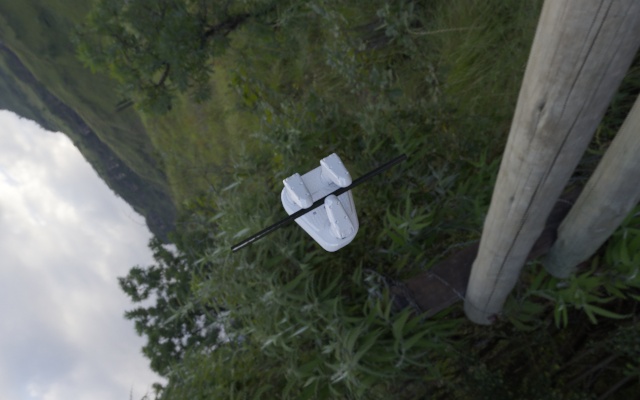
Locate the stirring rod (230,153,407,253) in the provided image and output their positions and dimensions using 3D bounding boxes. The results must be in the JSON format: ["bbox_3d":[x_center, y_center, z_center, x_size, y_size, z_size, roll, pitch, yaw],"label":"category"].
[{"bbox_3d":[0.000,0.002,0.579,0.239,0.011,0.011,-29,3,-6],"label":"stirring rod"}]
